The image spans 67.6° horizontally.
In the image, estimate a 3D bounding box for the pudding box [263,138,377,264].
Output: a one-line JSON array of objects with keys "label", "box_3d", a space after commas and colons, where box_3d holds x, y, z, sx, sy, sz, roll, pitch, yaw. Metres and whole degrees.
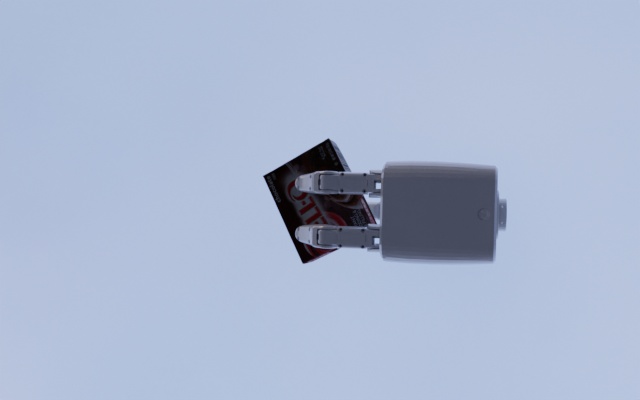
[{"label": "pudding box", "box_3d": [0.000, 0.002, 0.533, 0.090, 0.113, 0.039, -28, -11, 16]}]
